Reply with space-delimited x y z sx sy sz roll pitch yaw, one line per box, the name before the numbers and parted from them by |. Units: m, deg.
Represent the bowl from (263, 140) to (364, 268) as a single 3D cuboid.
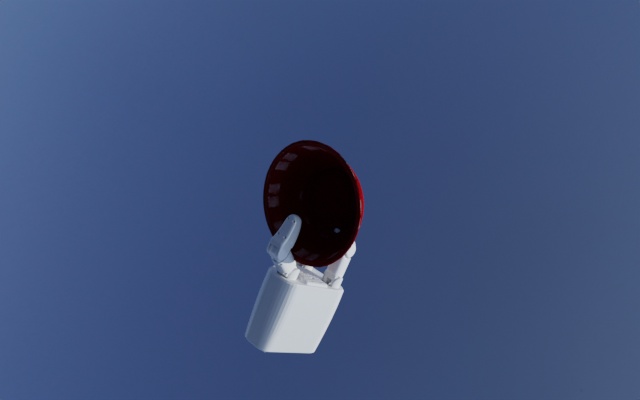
bowl | 0.001 0.001 0.620 0.162 0.162 0.055 0 6 40
